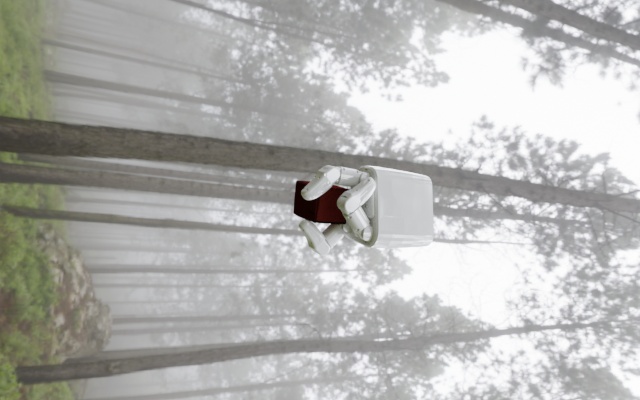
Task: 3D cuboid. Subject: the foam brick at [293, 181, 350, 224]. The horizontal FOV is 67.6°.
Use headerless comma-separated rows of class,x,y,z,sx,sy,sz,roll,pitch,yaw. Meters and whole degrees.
foam brick,0.000,0.002,0.699,0.051,0.053,0.078,3,8,-28
